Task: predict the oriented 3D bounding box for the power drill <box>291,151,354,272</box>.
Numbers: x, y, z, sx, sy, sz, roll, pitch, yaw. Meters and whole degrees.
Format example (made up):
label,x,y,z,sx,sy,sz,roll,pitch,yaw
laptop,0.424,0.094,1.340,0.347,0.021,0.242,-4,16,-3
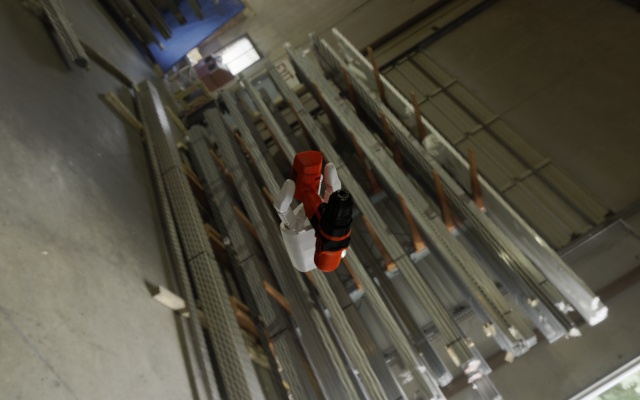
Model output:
label,x,y,z,sx,sy,sz,roll,pitch,yaw
power drill,0.000,0.003,0.819,0.057,0.187,0.185,-6,-41,-18
